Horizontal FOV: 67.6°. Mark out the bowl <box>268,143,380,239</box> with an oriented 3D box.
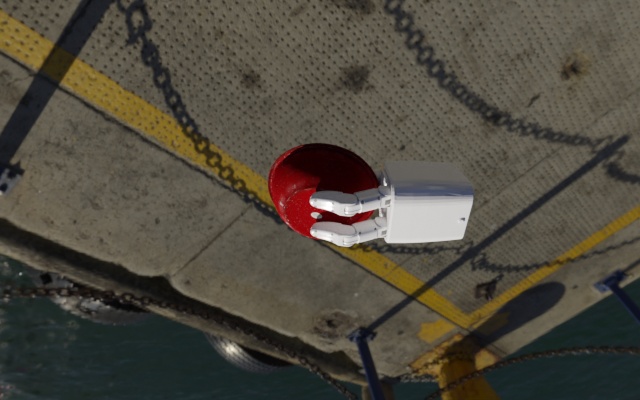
[{"bbox_3d":[-0.001,0.003,0.660,0.162,0.162,0.055,0,40,11],"label":"bowl"}]
